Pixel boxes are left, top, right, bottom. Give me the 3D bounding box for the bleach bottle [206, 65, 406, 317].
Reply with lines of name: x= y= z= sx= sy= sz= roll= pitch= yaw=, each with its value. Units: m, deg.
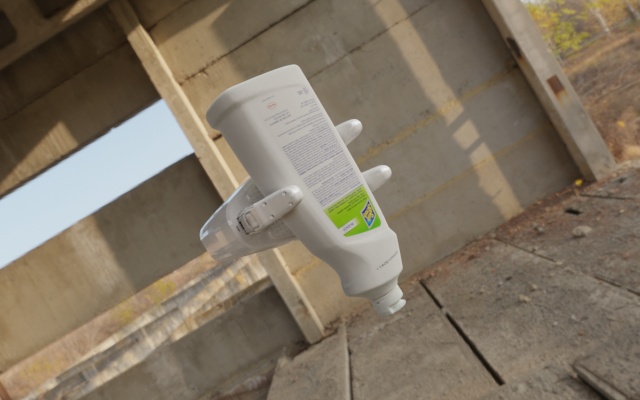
bleach bottle: x=0.000 y=0.001 z=0.454 sx=0.102 sy=0.251 sz=0.068 roll=-32 pitch=2 yaw=-34
